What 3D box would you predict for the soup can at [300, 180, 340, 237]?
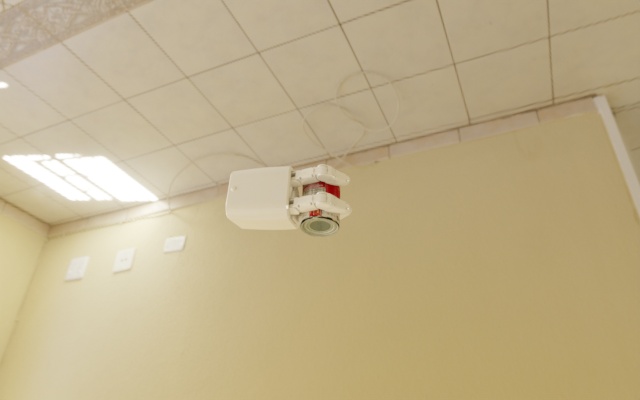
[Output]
[{"bbox_3d":[0.001,0.003,0.820,0.068,0.102,0.068,2,-32,1],"label":"soup can"}]
